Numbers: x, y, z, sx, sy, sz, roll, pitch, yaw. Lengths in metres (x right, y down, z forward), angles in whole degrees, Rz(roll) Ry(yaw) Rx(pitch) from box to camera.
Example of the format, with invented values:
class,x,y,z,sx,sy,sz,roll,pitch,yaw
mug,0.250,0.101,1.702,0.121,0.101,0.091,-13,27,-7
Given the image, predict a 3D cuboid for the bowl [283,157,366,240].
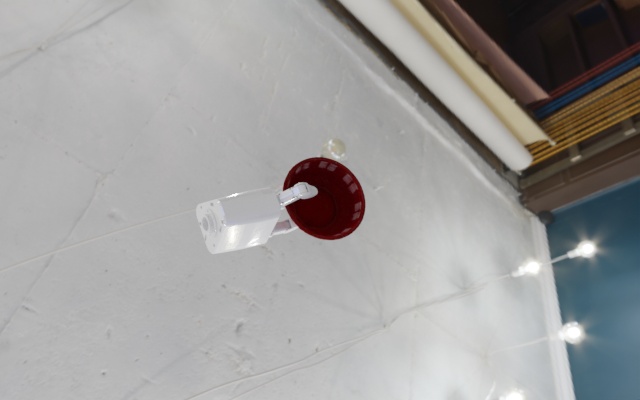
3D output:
class,x,y,z,sx,sy,sz,roll,pitch,yaw
bowl,0.001,0.003,0.889,0.162,0.162,0.055,0,-20,-22
